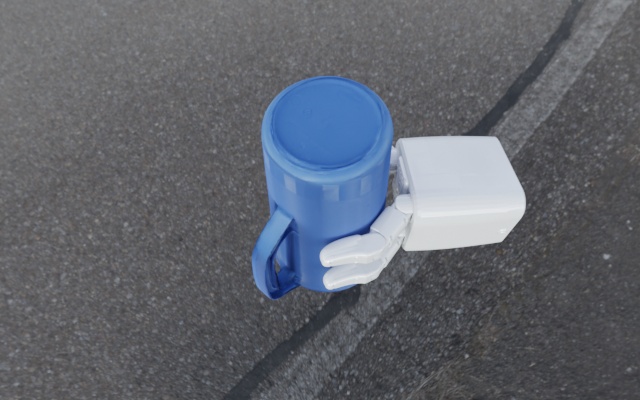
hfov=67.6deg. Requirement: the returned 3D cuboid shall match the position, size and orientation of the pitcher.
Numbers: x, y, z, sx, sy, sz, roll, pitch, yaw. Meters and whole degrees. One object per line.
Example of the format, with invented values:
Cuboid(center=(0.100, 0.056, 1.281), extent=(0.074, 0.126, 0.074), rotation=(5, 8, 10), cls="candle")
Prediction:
Cuboid(center=(0.000, 0.002, 0.482), extent=(0.145, 0.149, 0.243), rotation=(-3, -28, 0), cls="pitcher")
